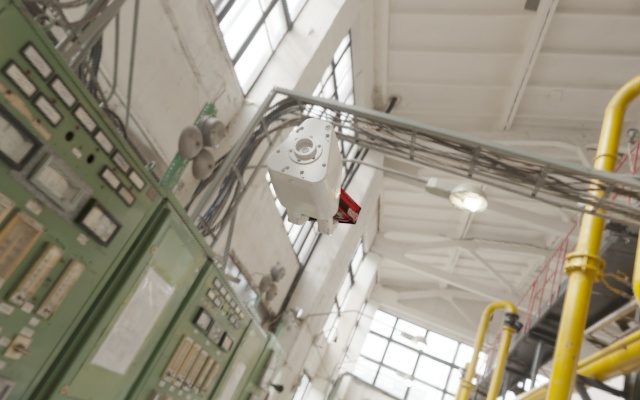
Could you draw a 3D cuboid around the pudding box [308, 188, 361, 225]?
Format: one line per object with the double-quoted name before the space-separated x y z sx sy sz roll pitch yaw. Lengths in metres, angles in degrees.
"pudding box" 0.000 0.002 0.816 0.113 0.039 0.090 4 -30 42
